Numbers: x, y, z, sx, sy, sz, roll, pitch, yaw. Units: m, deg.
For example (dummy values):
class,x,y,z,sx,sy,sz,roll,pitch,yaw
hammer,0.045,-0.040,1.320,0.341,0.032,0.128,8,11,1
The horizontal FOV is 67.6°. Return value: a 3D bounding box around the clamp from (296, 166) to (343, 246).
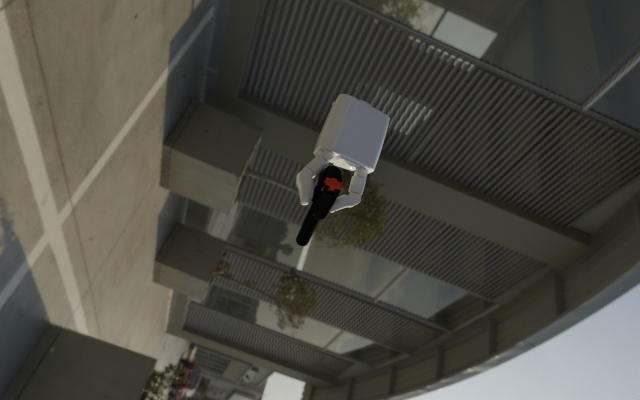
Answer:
class,x,y,z,sx,sy,sz,roll,pitch,yaw
clamp,0.001,0.003,0.834,0.036,0.164,0.210,19,-7,-6
